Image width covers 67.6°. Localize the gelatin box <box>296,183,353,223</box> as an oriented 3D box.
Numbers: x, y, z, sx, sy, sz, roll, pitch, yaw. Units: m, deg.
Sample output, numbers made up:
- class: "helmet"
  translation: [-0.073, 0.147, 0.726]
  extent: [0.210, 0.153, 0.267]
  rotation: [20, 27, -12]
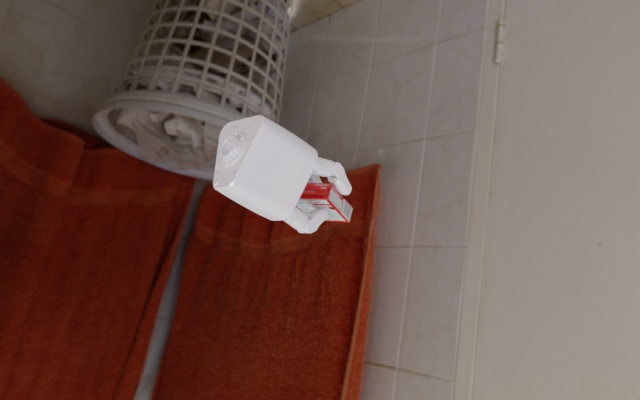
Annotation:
- class: "gelatin box"
  translation: [0.000, 0.003, 0.752]
  extent: [0.073, 0.030, 0.089]
  rotation: [3, -25, 30]
